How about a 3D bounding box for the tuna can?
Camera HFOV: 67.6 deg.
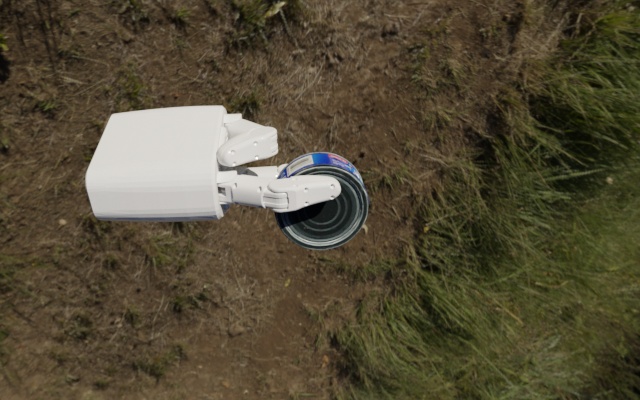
[{"bbox_3d":[0.000,0.002,0.433,0.086,0.086,0.033,0,25,-6],"label":"tuna can"}]
